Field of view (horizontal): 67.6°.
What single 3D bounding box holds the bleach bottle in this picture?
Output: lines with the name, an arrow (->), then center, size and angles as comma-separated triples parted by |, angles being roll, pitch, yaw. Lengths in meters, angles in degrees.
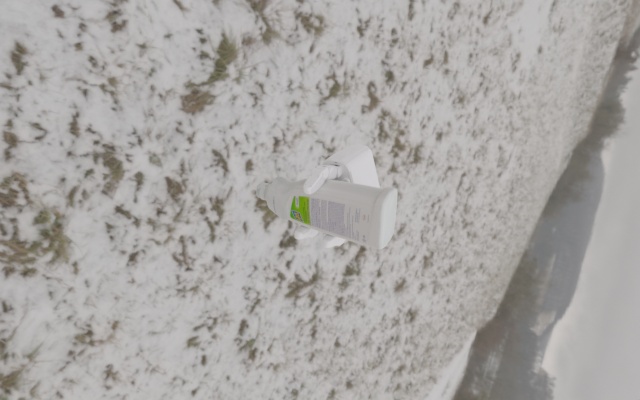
bleach bottle -> 0.000, 0.003, 0.810 | 0.251, 0.103, 0.068 | 15, 31, 26
